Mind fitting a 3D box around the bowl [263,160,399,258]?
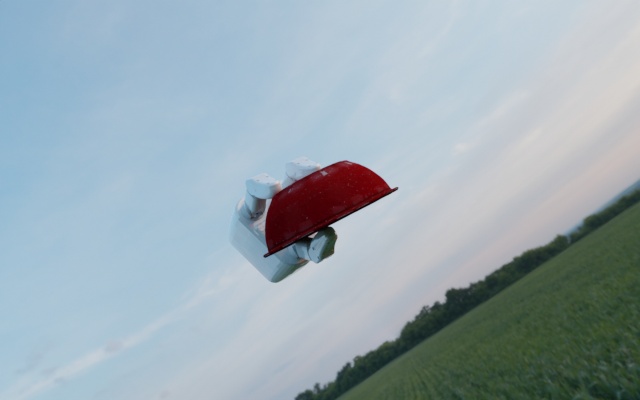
[{"bbox_3d":[0.001,0.001,0.513,0.162,0.055,0.162,-27,-3,-2],"label":"bowl"}]
